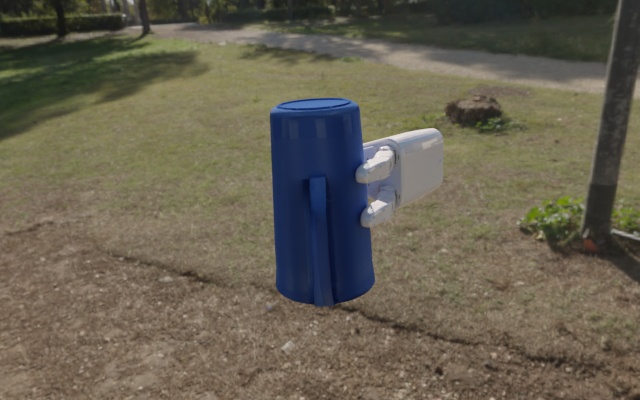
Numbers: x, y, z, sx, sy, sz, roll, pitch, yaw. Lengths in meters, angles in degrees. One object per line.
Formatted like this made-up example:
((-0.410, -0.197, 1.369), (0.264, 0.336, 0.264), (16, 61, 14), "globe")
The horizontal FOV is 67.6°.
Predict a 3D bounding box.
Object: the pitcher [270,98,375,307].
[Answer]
((0.000, 0.002, 0.596), (0.145, 0.243, 0.149), (-20, 24, -39), "pitcher")
